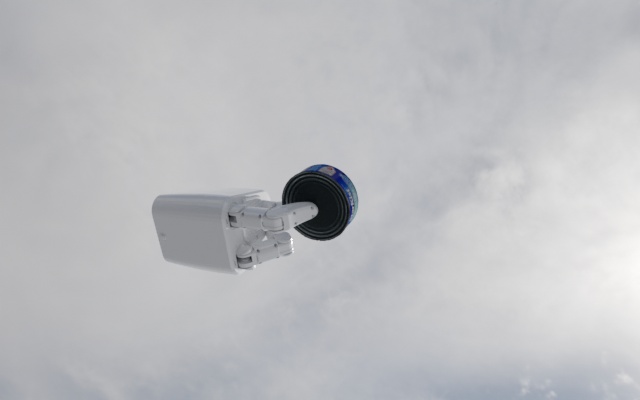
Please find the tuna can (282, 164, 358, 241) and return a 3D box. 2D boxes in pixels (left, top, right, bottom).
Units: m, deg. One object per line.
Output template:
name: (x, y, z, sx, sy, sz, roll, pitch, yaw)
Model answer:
tuna can: (0.000, 0.002, 0.557, 0.086, 0.086, 0.033, 0, 21, 26)
